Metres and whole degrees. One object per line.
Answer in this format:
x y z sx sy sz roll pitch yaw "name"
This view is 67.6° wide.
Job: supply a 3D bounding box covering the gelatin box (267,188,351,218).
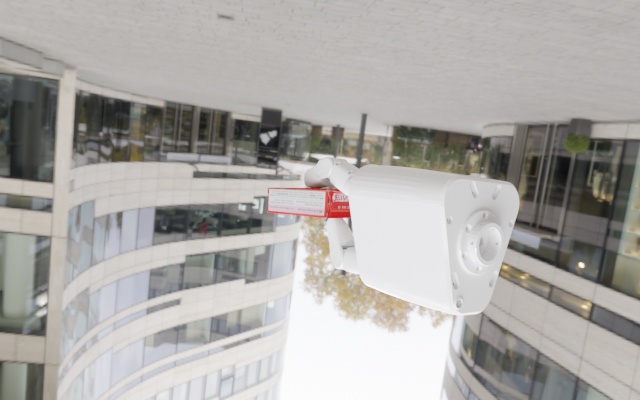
0.000 0.002 0.501 0.089 0.030 0.073 3 0 43 "gelatin box"
